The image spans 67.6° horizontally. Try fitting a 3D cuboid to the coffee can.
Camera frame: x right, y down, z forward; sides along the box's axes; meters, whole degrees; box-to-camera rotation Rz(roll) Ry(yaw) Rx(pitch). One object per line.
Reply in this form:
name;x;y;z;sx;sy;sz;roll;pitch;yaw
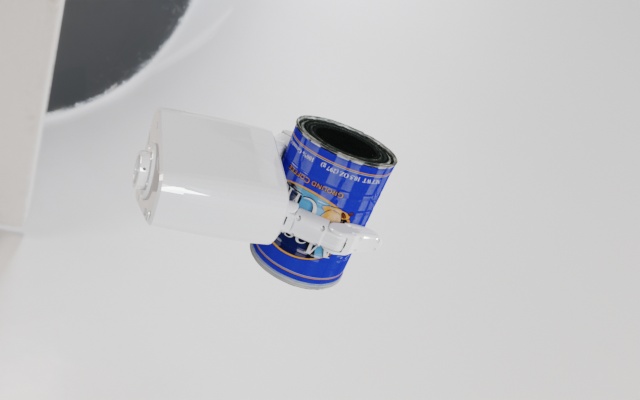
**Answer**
coffee can;0.000;0.002;0.473;0.103;0.140;0.102;20;23;-9
